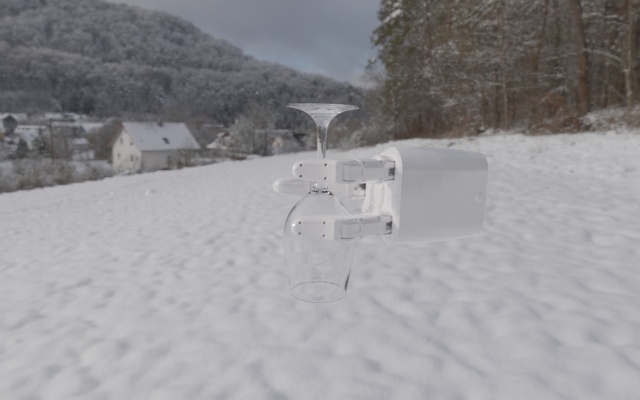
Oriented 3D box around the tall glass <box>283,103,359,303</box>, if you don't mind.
[{"bbox_3d":[0.000,0.001,0.501,0.079,0.201,0.079,2,10,0],"label":"tall glass"}]
